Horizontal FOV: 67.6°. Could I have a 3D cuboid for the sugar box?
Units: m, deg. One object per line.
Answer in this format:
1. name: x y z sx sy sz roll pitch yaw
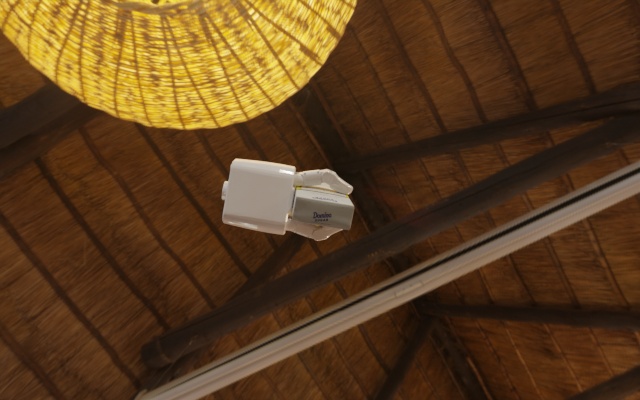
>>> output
1. sugar box: 0.000 0.003 0.810 0.093 0.048 0.176 10 13 -4
